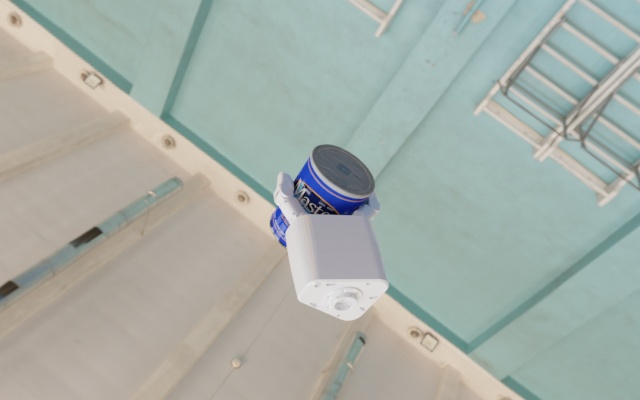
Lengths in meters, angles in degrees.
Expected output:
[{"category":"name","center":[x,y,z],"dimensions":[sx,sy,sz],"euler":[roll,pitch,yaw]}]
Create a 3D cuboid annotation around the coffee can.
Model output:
[{"category":"coffee can","center":[0.000,0.002,0.707],"dimensions":[0.103,0.102,0.140],"euler":[0,-42,-40]}]
